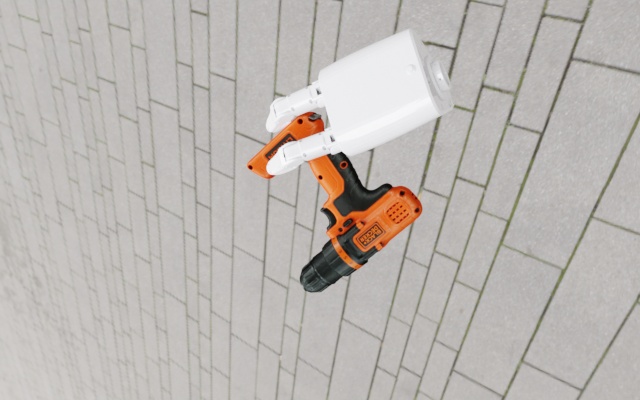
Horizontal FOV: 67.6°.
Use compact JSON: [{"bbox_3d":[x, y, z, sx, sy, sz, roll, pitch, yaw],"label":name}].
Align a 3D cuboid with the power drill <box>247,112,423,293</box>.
[{"bbox_3d":[0.000,0.001,0.583,0.184,0.187,0.057,-41,3,16],"label":"power drill"}]
